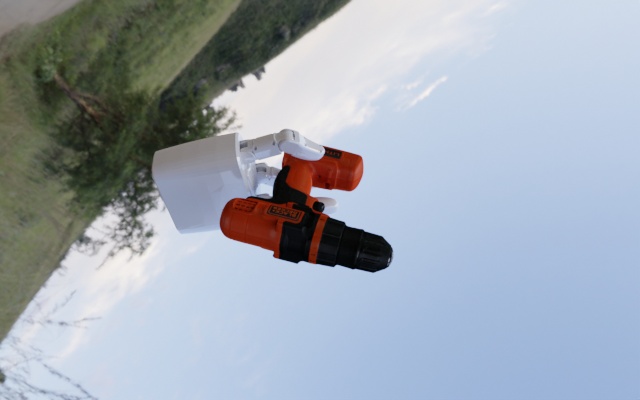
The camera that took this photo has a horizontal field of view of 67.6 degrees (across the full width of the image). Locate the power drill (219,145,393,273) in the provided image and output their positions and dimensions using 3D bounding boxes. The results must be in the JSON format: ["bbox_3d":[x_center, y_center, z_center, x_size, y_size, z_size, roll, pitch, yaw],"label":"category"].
[{"bbox_3d":[0.000,0.002,0.554,0.184,0.057,0.187,15,32,6],"label":"power drill"}]
